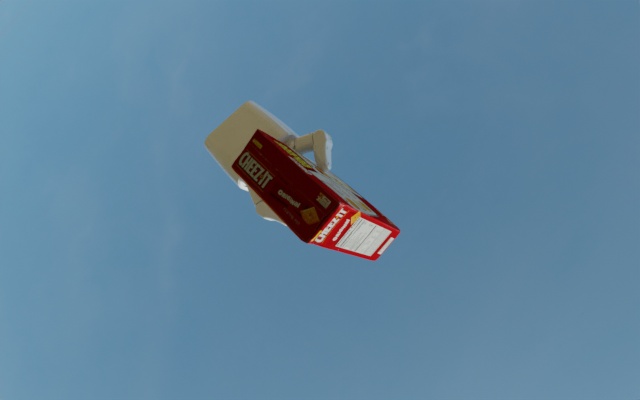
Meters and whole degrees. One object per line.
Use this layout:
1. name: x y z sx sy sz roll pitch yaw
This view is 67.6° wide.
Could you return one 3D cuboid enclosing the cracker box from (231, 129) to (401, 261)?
1. cracker box: 0.000 0.002 0.667 0.164 0.072 0.214 42 10 29
